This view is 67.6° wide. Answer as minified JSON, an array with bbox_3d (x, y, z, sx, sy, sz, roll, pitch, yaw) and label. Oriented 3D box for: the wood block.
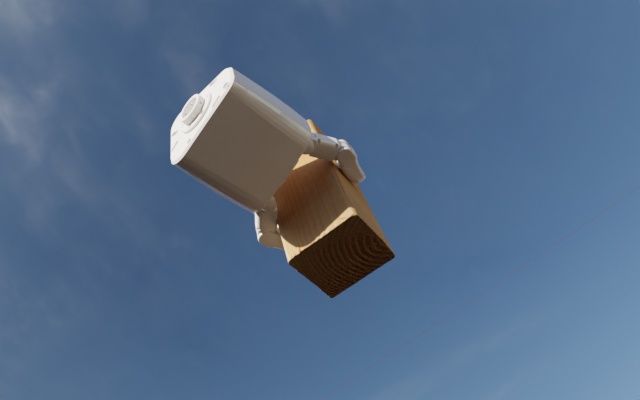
[{"bbox_3d":[0.000,0.001,0.585,0.091,0.206,0.090,-36,-51,12],"label":"wood block"}]
